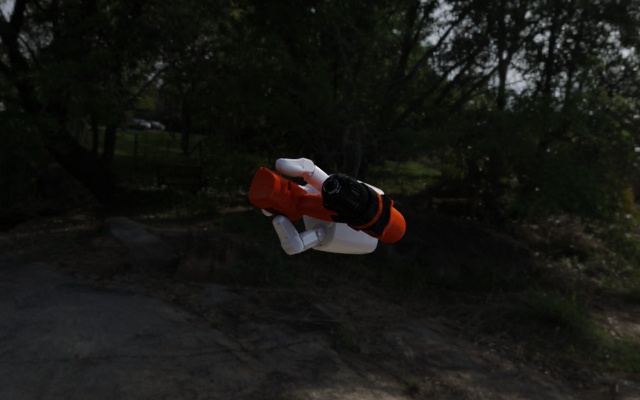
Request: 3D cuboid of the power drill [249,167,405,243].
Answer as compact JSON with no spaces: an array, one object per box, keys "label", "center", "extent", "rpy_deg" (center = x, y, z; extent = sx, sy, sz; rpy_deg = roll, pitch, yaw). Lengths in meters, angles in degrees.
[{"label":"power drill","center":[0.000,0.002,0.621],"extent":[0.187,0.057,0.184],"rpy_deg":[13,-13,34]}]
